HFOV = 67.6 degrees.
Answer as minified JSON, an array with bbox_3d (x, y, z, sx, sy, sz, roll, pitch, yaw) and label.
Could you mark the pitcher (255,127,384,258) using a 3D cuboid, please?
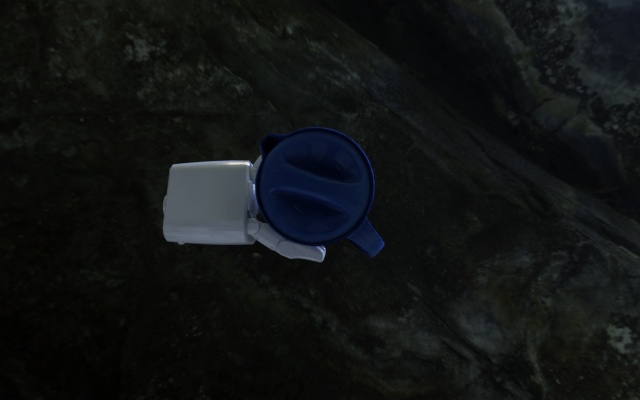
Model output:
[{"bbox_3d":[0.000,0.002,0.641,0.145,0.149,0.243,-2,-5,0],"label":"pitcher"}]
